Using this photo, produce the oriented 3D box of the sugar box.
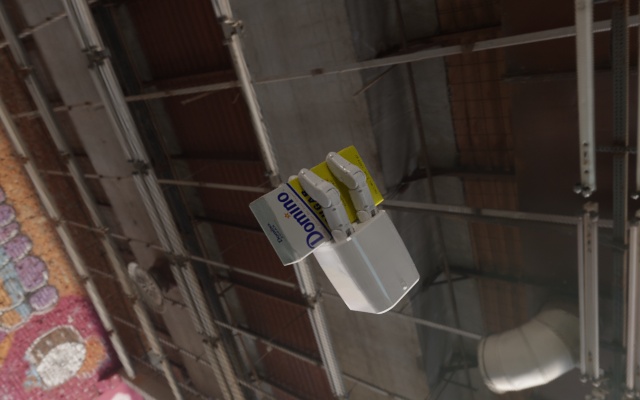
[{"bbox_3d":[0.001,0.002,0.640,0.176,0.093,0.048,-34,6,-40],"label":"sugar box"}]
